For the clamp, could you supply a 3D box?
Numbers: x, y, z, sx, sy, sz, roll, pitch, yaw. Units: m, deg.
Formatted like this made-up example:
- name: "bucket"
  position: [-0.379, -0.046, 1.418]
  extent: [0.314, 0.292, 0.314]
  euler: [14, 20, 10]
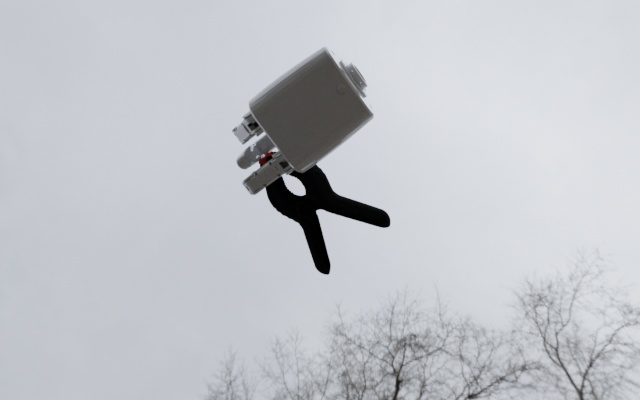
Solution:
- name: "clamp"
  position: [0.000, 0.002, 0.584]
  extent: [0.120, 0.171, 0.039]
  euler: [-34, 13, 18]
